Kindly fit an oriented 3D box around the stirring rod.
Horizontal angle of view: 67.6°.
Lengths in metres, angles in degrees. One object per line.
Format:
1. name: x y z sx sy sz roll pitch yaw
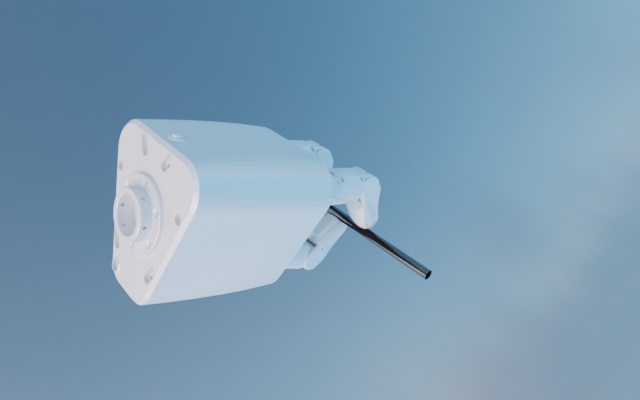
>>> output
1. stirring rod: 0.000 0.001 0.428 0.239 0.011 0.011 34 21 36
